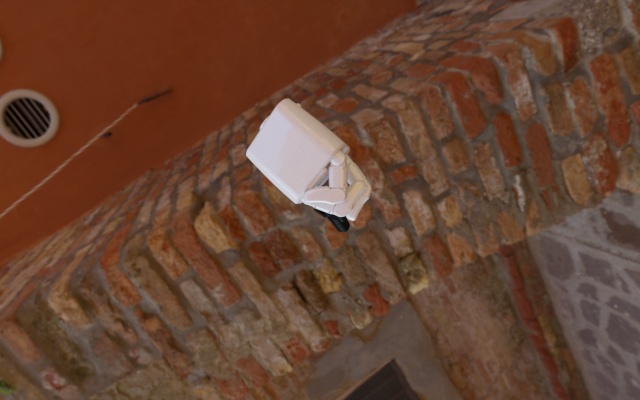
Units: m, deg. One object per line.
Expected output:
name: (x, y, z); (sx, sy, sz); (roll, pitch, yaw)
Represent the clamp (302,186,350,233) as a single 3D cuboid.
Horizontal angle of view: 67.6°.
clamp: (0.000, 0.003, 0.782); (0.120, 0.039, 0.171); (28, -13, 6)
